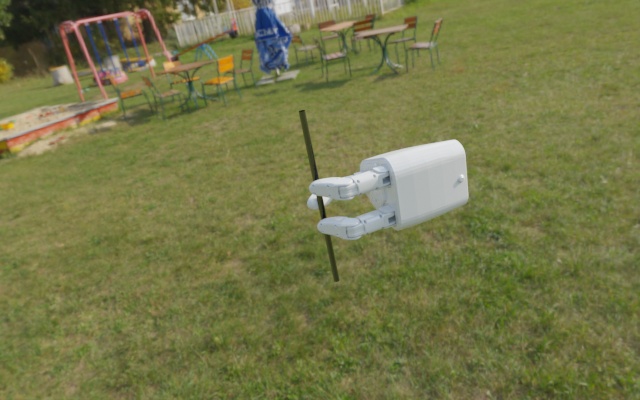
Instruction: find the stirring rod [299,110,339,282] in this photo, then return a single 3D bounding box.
[{"bbox_3d":[0.000,0.002,0.615,0.011,0.240,0.011,-10,23,4],"label":"stirring rod"}]
